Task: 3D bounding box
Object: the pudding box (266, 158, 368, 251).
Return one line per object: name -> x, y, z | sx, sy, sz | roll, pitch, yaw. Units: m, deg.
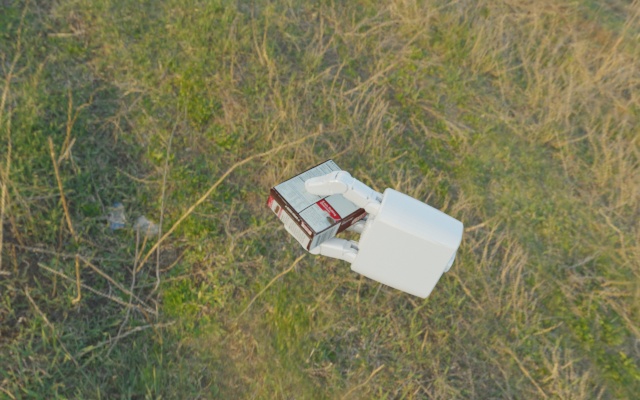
pudding box -> 0.000, 0.002, 0.627 | 0.113, 0.090, 0.039 | -28, -26, -38
